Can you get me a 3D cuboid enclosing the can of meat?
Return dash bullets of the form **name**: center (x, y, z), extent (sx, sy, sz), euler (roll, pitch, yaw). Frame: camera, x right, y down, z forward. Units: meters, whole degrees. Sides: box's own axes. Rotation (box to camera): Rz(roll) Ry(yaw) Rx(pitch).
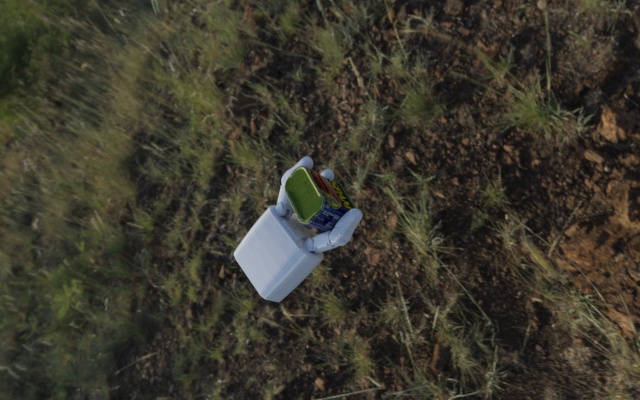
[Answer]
- **can of meat**: center (0.000, 0.002, 0.723), extent (0.084, 0.057, 0.102), euler (25, 26, -44)
